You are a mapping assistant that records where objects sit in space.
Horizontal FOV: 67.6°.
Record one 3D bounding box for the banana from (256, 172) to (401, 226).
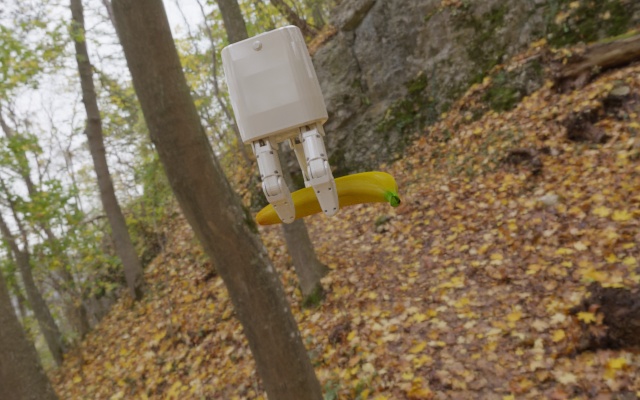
[{"bbox_3d":[0.012,-0.004,0.563,0.198,0.037,0.069,-11,10,35],"label":"banana"}]
